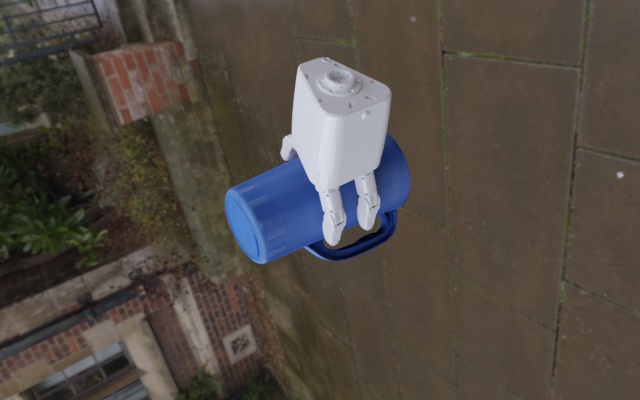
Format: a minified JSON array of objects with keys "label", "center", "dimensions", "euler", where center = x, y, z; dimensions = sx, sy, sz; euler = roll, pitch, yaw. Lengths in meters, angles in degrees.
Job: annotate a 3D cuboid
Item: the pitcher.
[{"label":"pitcher","center":[0.000,0.002,0.671],"dimensions":[0.243,0.149,0.145],"euler":[-25,-33,-26]}]
